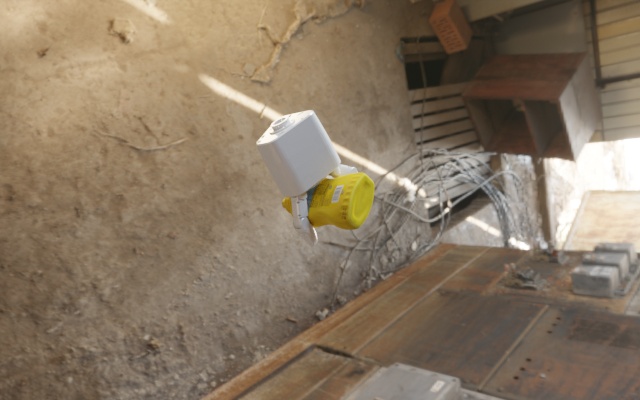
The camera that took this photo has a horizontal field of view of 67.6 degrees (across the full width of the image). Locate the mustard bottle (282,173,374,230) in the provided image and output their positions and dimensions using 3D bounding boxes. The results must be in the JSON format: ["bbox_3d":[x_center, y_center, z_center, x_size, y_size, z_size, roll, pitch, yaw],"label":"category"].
[{"bbox_3d":[0.001,0.003,0.846,0.191,0.096,0.058,-2,-30,44],"label":"mustard bottle"}]
